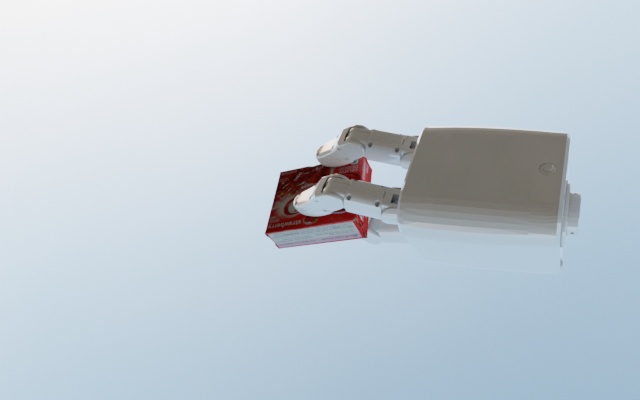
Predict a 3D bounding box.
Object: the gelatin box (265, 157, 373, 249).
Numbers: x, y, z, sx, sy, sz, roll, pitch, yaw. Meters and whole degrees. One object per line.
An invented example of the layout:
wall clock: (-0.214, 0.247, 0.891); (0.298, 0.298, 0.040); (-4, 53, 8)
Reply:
gelatin box: (0.000, 0.002, 0.430); (0.089, 0.073, 0.030); (-10, -41, 24)
